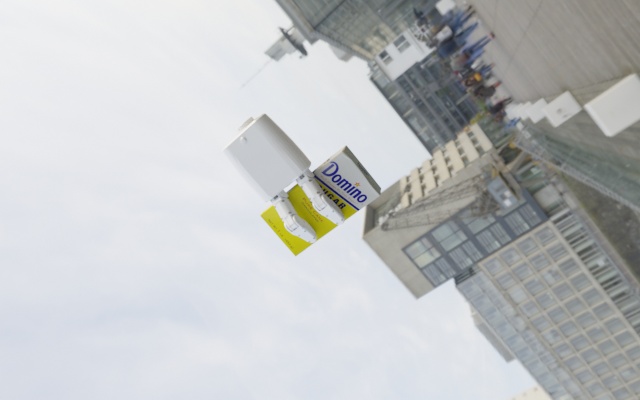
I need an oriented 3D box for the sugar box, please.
[{"bbox_3d":[0.000,0.003,0.762,0.176,0.093,0.048,-38,9,21],"label":"sugar box"}]
